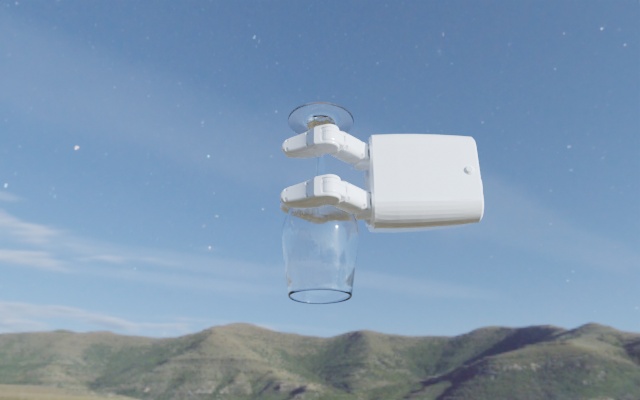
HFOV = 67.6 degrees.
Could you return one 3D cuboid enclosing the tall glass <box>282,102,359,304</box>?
[{"bbox_3d":[0.000,0.001,0.497,0.079,0.201,0.079,1,-24,0],"label":"tall glass"}]
